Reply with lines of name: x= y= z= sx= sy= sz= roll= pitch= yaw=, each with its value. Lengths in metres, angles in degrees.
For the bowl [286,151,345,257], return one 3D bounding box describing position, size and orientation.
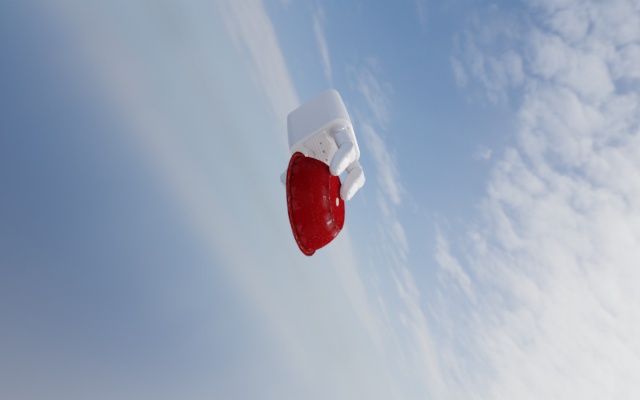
bowl: x=0.000 y=0.003 z=0.724 sx=0.055 sy=0.162 sz=0.162 roll=-6 pitch=-2 yaw=16
